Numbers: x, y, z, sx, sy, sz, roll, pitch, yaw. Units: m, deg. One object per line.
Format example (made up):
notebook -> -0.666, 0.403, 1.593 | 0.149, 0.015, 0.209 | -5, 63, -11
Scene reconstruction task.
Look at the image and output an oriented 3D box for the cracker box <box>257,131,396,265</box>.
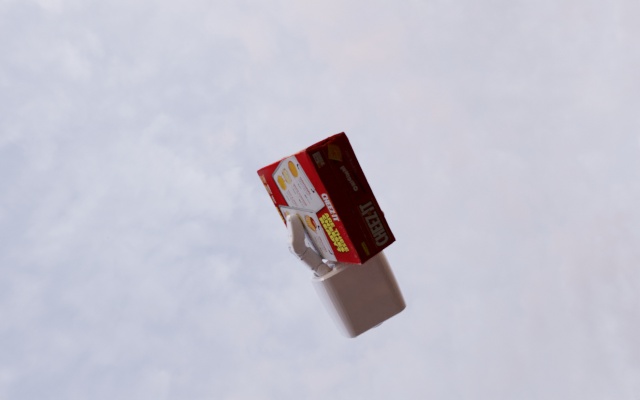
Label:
cracker box -> 0.000, 0.002, 0.698 | 0.072, 0.164, 0.214 | -30, 8, -23
